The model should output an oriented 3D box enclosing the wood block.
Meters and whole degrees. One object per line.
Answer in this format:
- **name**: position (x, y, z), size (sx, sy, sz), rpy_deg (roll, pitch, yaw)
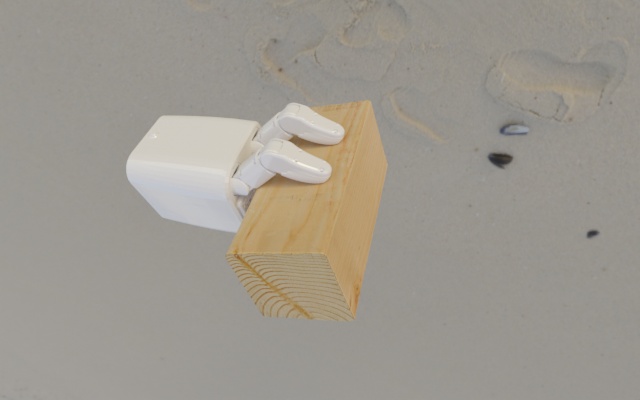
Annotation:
- **wood block**: position (0.000, 0.002, 0.461), size (0.090, 0.091, 0.206), rpy_deg (-2, 43, 21)
